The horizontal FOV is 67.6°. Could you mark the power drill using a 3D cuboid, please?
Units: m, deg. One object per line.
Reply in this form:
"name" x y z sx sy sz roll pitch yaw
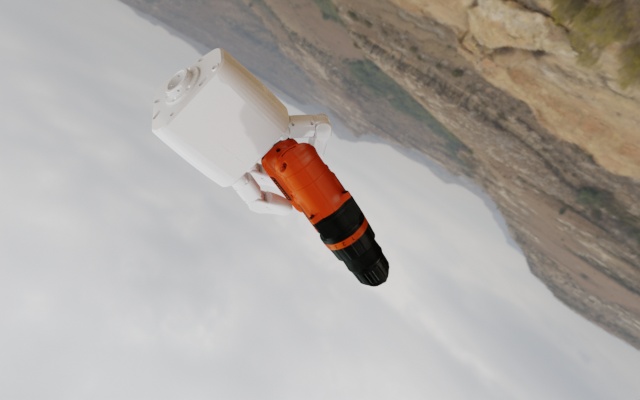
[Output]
"power drill" 0.000 0.002 0.560 0.057 0.184 0.187 -36 23 -6
